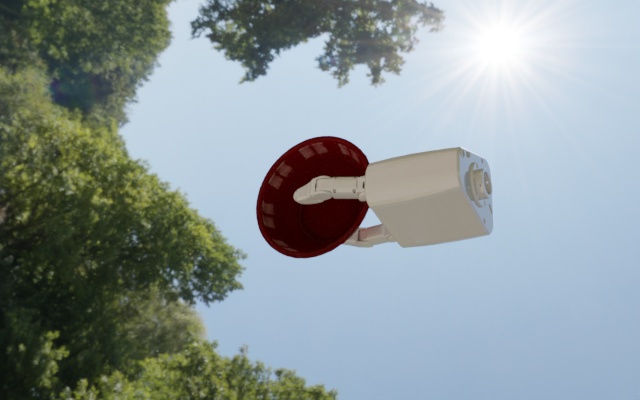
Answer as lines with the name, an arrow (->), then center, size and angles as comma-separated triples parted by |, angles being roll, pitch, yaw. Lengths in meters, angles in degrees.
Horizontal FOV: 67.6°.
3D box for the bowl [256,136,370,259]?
bowl -> -0.001, 0.002, 0.602 | 0.162, 0.162, 0.055 | 0, -22, 29
